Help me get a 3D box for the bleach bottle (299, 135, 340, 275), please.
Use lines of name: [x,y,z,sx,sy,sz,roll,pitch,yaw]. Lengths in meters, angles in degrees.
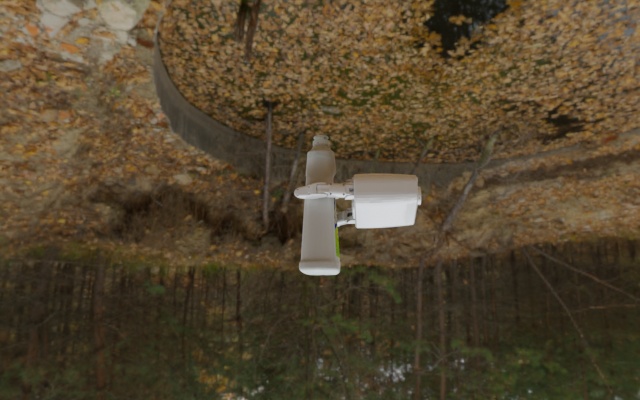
bleach bottle: [0.000,0.003,0.849,0.068,0.250,0.102,-1,-14,5]
